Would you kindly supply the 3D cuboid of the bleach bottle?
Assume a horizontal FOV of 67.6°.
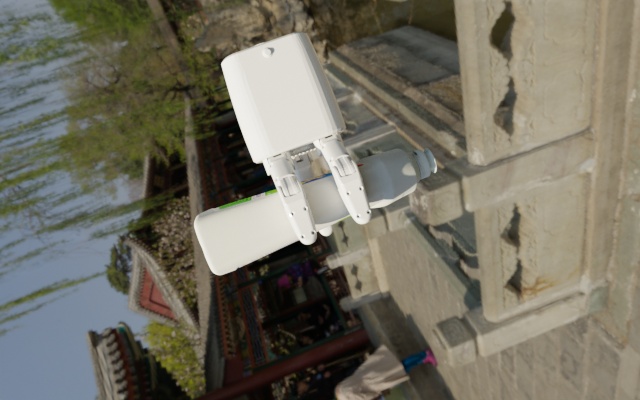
[{"bbox_3d":[0.000,0.002,0.506,0.251,0.068,0.102,-21,2,-5],"label":"bleach bottle"}]
